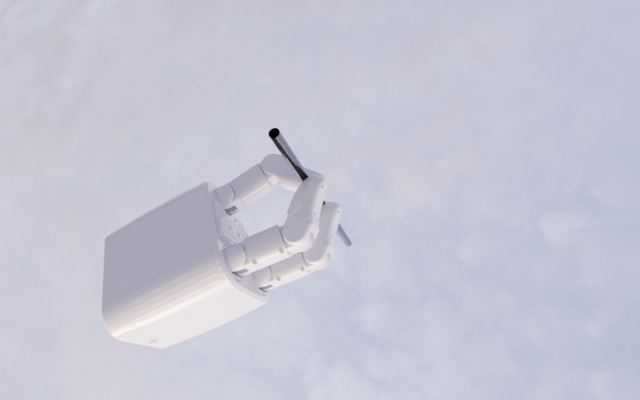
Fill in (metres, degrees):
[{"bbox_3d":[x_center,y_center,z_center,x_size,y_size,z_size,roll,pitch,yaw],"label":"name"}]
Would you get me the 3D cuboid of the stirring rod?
[{"bbox_3d":[0.000,0.001,0.420,0.011,0.011,0.240,0,-22,16],"label":"stirring rod"}]
